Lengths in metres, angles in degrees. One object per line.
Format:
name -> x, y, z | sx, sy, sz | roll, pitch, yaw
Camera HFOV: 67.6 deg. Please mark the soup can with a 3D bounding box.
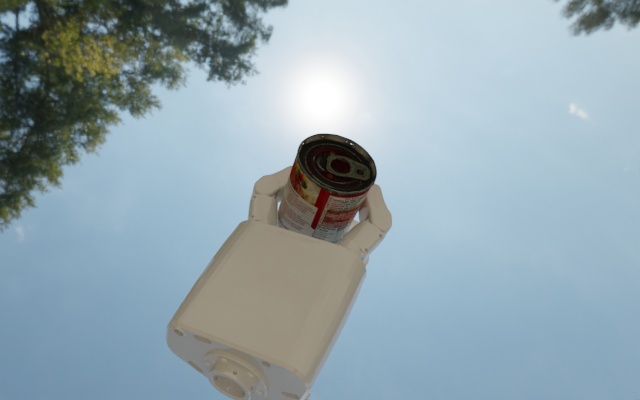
soup can -> 0.000, 0.001, 0.421 | 0.068, 0.068, 0.102 | 0, -41, -22
